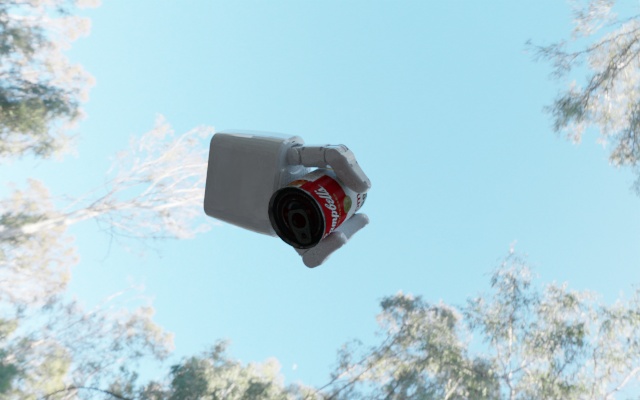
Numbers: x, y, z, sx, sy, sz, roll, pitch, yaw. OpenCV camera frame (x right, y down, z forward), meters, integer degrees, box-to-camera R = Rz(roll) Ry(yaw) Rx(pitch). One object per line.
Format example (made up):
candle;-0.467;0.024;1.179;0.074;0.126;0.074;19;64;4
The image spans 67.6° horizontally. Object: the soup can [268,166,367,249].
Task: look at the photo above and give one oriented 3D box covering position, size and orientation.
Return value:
soup can;0.001;0.002;0.518;0.068;0.068;0.102;0;19;32
